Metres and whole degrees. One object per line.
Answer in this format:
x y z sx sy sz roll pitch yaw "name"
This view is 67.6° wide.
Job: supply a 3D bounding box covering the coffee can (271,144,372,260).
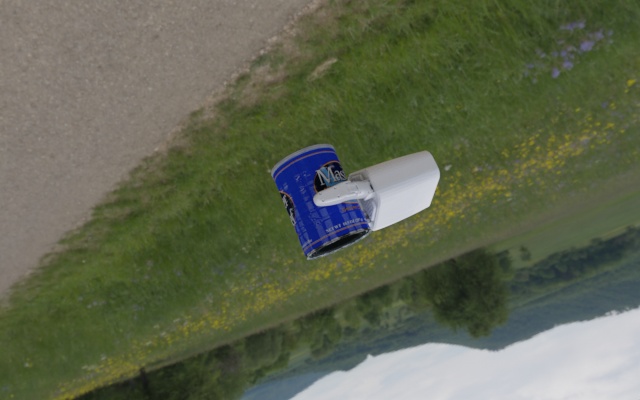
0.000 0.002 0.703 0.103 0.140 0.103 -22 -14 -6 "coffee can"
